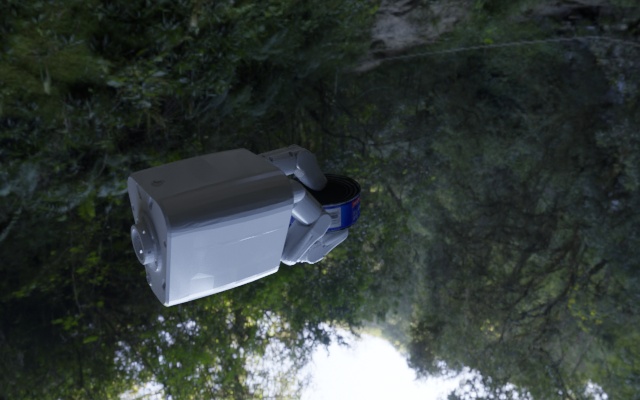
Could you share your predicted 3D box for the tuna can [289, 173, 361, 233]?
[{"bbox_3d":[0.000,0.002,0.510,0.086,0.034,0.086,-1,24,1],"label":"tuna can"}]
